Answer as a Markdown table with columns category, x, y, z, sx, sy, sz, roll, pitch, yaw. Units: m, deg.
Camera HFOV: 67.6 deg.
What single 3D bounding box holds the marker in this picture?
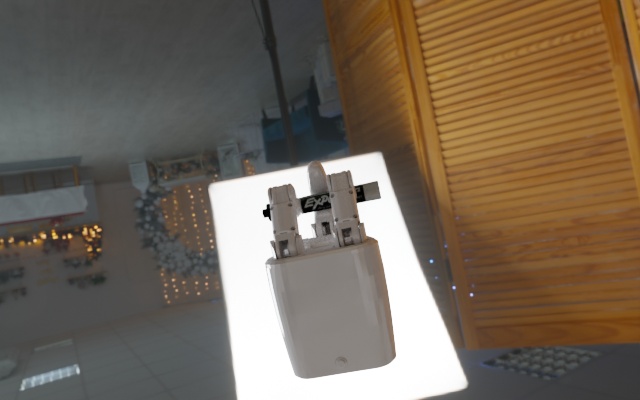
| category | x | y | z | sx | sy | sz | roll | pitch | yaw |
| --- | --- | --- | --- | --- | --- | --- | --- | --- | --- |
| marker | 0.000 | 0.002 | 0.480 | 0.121 | 0.020 | 0.020 | -12 | -2 | 8 |
